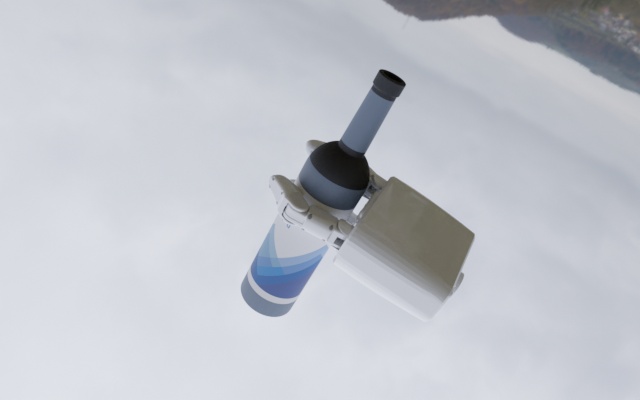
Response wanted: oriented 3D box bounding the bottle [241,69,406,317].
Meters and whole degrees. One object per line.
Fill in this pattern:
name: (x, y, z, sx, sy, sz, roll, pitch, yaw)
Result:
bottle: (0.000, 0.002, 0.494, 0.069, 0.296, 0.069, 22, 31, -14)
